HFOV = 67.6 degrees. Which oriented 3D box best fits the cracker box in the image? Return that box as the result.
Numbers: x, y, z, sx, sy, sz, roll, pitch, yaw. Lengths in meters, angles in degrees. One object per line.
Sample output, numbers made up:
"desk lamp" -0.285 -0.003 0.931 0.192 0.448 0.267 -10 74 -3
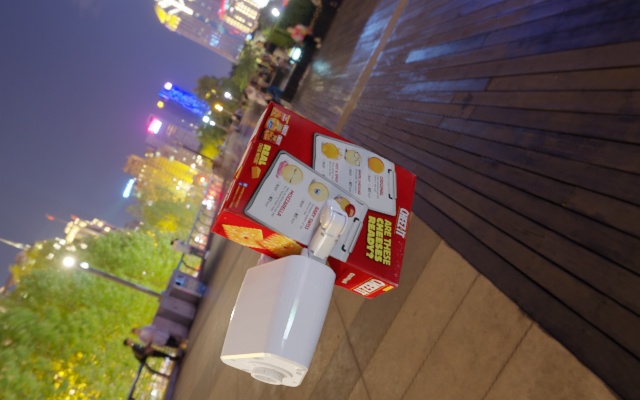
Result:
"cracker box" 0.000 0.002 0.580 0.214 0.164 0.072 25 -33 -14
